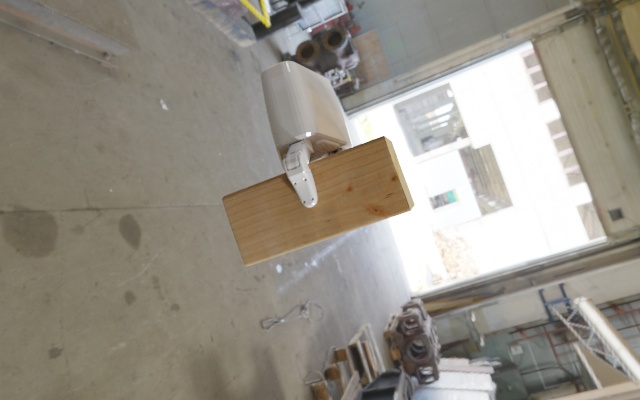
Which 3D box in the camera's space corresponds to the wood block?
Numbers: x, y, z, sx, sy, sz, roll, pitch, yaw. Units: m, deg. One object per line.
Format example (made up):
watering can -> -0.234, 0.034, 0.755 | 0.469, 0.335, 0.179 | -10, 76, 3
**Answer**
wood block -> 0.000, 0.001, 0.583 | 0.206, 0.090, 0.091 | -20, -2, 14
